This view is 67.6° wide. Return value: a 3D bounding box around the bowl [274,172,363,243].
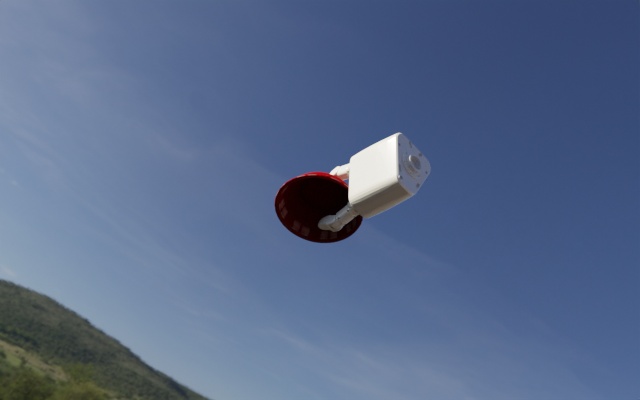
[{"bbox_3d":[-0.001,0.003,0.878,0.162,0.162,0.055,0,39,11],"label":"bowl"}]
